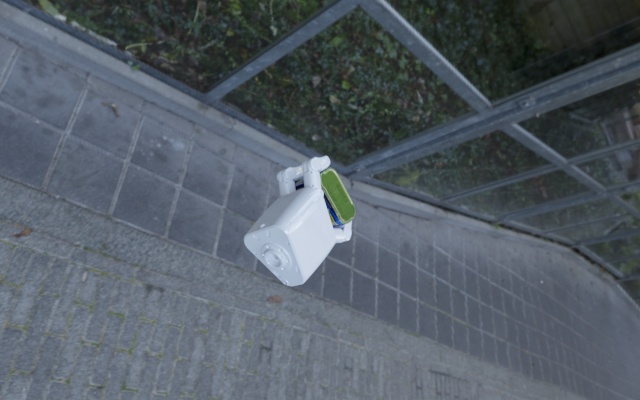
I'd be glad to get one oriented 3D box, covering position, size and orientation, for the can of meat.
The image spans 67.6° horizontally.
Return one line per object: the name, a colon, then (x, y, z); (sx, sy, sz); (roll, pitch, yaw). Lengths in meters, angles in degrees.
can of meat: (0.000, 0.003, 0.810); (0.084, 0.102, 0.057); (-20, 16, 39)
